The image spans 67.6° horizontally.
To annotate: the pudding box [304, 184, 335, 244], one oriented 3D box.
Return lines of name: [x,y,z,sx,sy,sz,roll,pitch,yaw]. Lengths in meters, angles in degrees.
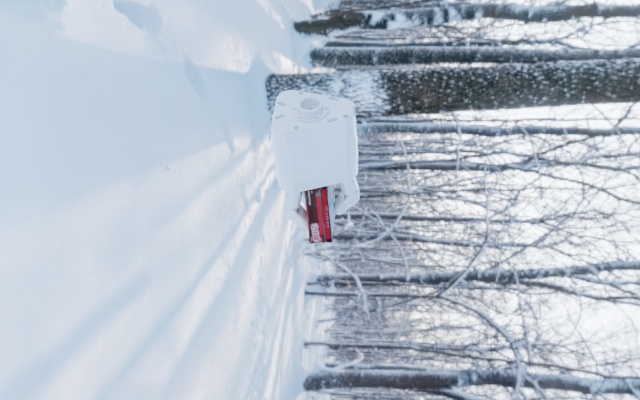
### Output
pudding box: [0.000,0.002,0.730,0.039,0.090,0.113,-2,20,7]
